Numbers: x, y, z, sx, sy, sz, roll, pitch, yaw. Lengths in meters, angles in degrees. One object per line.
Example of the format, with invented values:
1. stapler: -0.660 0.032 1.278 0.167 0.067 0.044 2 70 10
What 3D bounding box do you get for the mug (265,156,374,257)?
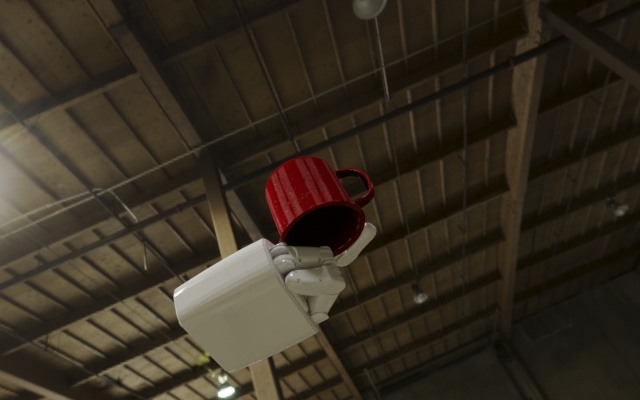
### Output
1. mug: 0.001 0.001 0.510 0.117 0.081 0.093 -28 -40 1
